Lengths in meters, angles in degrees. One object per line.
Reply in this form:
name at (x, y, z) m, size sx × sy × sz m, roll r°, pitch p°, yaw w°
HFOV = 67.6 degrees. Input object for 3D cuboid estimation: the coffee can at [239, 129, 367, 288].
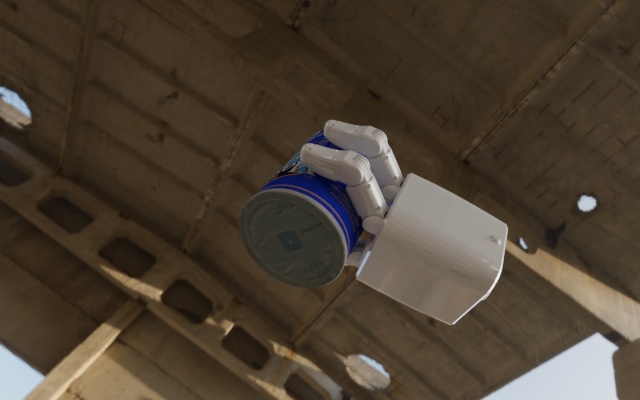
coffee can at (0.000, 0.002, 0.468) m, size 0.103 × 0.103 × 0.140 m, roll 0°, pitch 31°, yaw 27°
